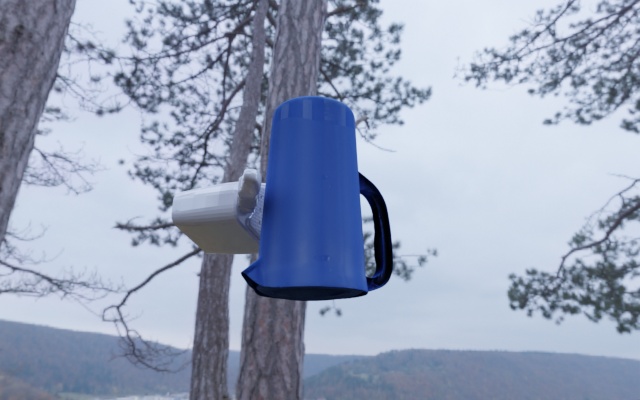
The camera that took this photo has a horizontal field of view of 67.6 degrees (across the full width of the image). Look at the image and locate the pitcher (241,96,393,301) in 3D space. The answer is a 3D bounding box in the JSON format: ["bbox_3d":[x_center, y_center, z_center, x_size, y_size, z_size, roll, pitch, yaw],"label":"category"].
[{"bbox_3d":[0.000,0.002,0.594,0.145,0.242,0.149,-7,-19,24],"label":"pitcher"}]
